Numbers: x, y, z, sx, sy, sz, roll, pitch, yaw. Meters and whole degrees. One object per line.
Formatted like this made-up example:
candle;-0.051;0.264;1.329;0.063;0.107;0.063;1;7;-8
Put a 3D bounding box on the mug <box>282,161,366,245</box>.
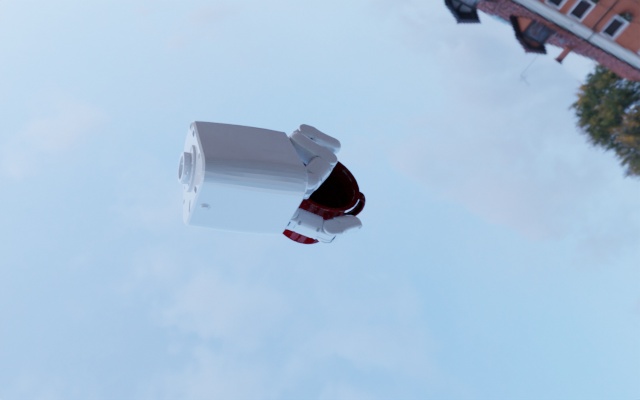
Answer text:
mug;0.001;0.002;0.599;0.117;0.093;0.081;7;-41;-26
